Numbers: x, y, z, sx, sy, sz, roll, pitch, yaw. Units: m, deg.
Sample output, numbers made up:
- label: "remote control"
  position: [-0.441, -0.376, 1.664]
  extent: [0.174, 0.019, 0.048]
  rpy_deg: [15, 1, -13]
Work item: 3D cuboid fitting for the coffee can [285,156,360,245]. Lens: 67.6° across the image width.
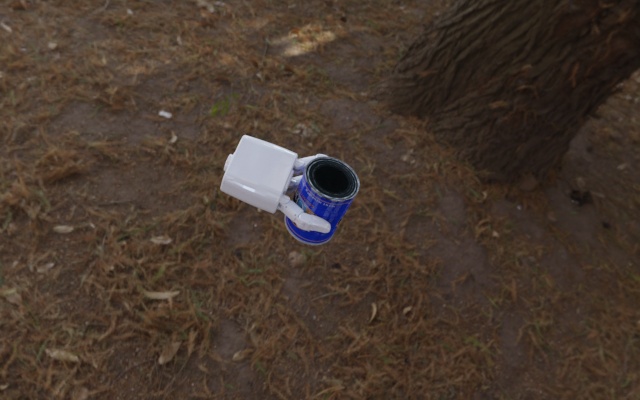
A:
- label: "coffee can"
  position: [0.000, 0.003, 0.887]
  extent: [0.103, 0.102, 0.140]
  rpy_deg: [0, -38, -23]
